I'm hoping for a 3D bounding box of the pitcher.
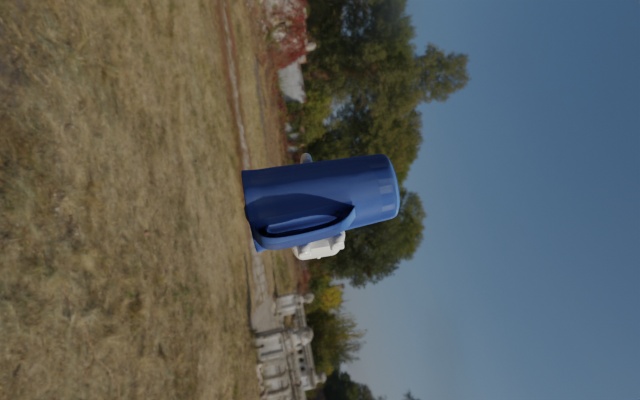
[{"bbox_3d":[0.000,0.002,0.764,0.243,0.149,0.145,-11,-16,-5],"label":"pitcher"}]
